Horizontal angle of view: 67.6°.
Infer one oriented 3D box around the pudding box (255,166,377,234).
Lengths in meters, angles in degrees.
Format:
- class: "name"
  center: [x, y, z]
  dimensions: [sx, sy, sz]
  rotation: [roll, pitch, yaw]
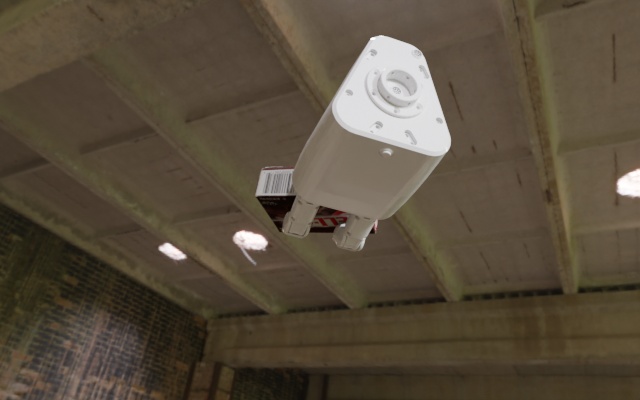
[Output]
- class: "pudding box"
  center: [0.000, 0.001, 0.497]
  dimensions: [0.113, 0.039, 0.090]
  rotation: [2, -28, 14]
